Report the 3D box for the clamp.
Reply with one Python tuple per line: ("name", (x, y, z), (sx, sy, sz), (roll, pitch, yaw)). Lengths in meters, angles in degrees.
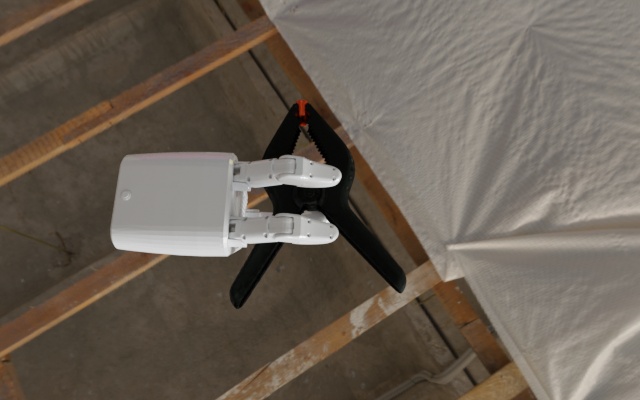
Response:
("clamp", (0.000, 0.001, 0.471), (0.164, 0.210, 0.036), (2, -16, -1))
